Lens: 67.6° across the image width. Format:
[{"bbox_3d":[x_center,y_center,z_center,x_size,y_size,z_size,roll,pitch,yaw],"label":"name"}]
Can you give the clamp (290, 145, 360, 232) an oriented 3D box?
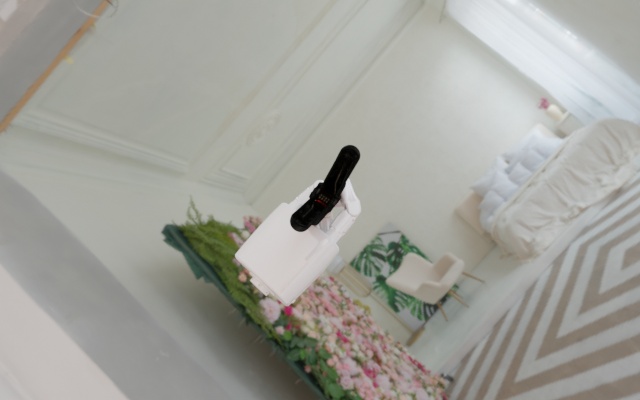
[{"bbox_3d":[0.000,0.002,0.620,0.039,0.120,0.171,41,-14,9],"label":"clamp"}]
